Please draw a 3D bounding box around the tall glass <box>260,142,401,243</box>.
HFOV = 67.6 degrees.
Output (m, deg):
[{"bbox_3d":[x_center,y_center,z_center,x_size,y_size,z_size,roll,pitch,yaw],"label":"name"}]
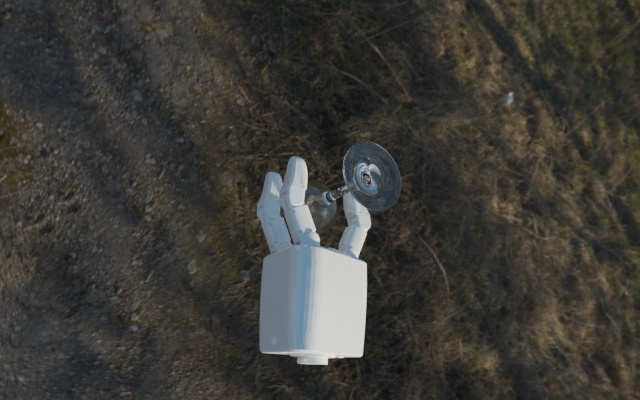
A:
[{"bbox_3d":[0.001,0.002,0.561,0.079,0.079,0.201,0,-15,-34],"label":"tall glass"}]
